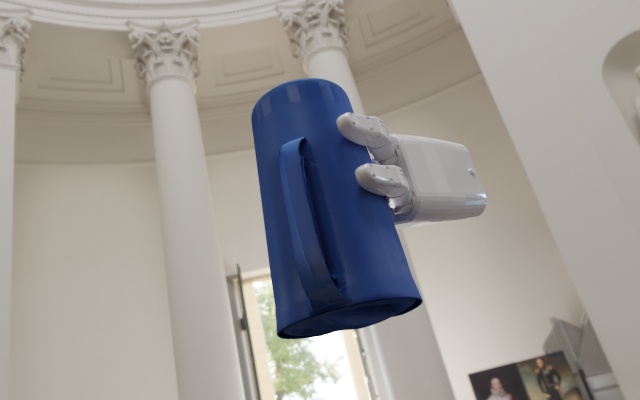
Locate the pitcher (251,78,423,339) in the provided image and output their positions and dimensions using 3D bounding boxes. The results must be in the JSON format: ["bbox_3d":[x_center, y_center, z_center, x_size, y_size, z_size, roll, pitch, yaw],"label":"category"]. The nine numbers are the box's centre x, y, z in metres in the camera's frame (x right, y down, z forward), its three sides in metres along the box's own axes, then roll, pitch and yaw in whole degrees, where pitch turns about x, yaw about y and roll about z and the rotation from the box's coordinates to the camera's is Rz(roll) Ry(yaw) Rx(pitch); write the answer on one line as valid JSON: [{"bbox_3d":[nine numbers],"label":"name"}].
[{"bbox_3d":[0.000,0.002,0.462,0.145,0.242,0.149,0,-26,-30],"label":"pitcher"}]
